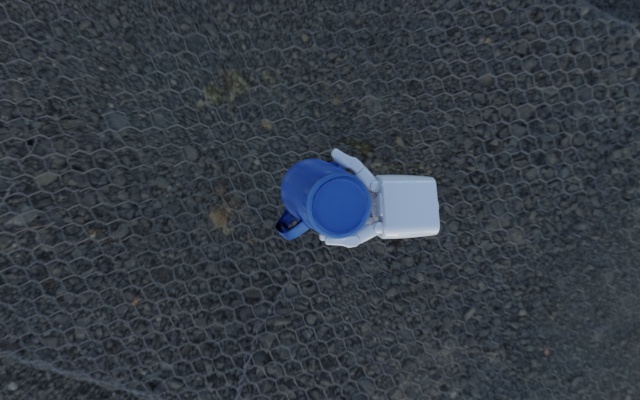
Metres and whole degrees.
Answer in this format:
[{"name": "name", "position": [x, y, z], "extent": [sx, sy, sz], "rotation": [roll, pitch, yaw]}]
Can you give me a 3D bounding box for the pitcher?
[{"name": "pitcher", "position": [0.000, 0.003, 0.862], "extent": [0.145, 0.149, 0.243], "rotation": [1, 7, -11]}]
